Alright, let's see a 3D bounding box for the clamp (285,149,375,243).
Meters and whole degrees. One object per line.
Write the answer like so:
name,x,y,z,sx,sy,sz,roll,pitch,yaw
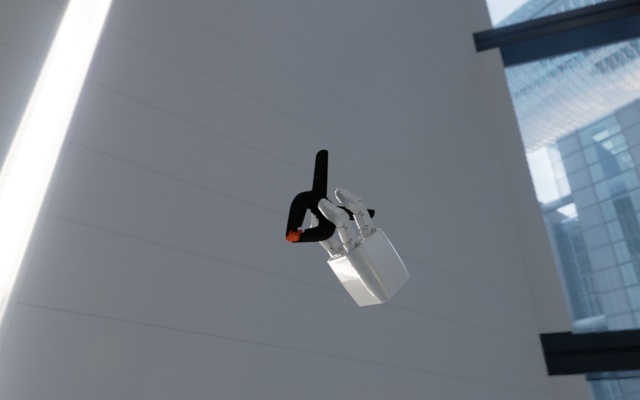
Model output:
clamp,-0.001,0.004,0.862,0.036,0.164,0.210,-35,-1,45
